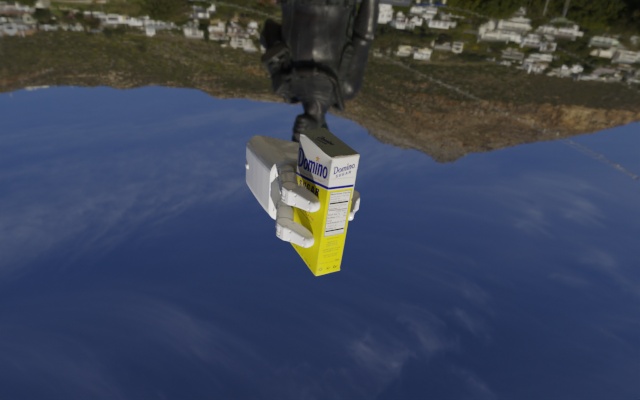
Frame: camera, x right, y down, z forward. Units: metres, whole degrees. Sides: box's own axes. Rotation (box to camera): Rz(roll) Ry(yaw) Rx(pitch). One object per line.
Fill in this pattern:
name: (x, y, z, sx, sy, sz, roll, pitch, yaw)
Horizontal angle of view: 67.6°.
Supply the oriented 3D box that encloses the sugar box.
sugar box: (0.000, 0.002, 0.639, 0.048, 0.176, 0.093, -11, 33, -26)
